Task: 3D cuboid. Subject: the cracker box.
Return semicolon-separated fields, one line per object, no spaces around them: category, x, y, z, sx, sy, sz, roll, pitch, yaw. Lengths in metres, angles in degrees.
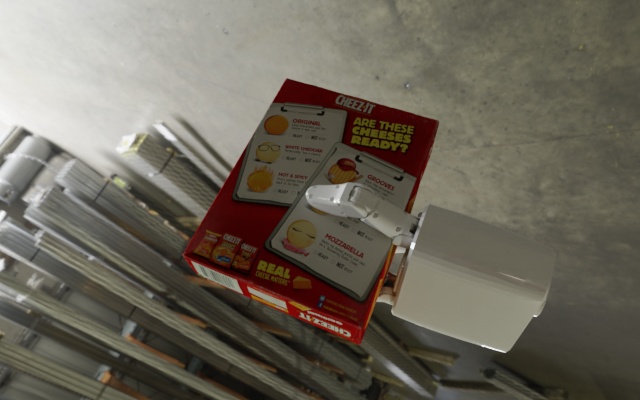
cracker box;0.000;0.002;0.453;0.164;0.213;0.072;19;-26;13
